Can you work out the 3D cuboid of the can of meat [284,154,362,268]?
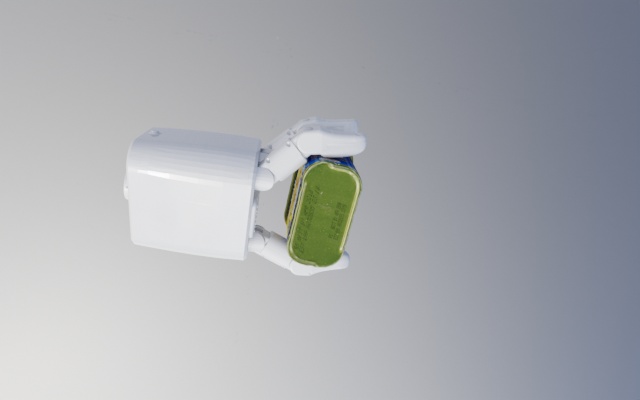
[{"bbox_3d":[0.000,0.002,0.447,0.057,0.102,0.084,11,17,-7],"label":"can of meat"}]
